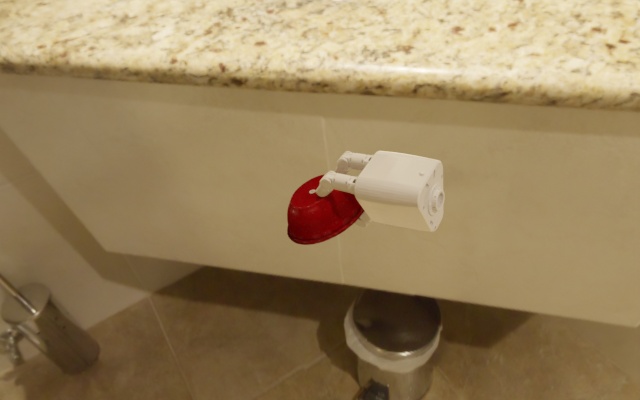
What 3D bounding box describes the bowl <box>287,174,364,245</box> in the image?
[{"bbox_3d":[-0.001,0.003,0.840,0.162,0.055,0.162,-24,29,14],"label":"bowl"}]
